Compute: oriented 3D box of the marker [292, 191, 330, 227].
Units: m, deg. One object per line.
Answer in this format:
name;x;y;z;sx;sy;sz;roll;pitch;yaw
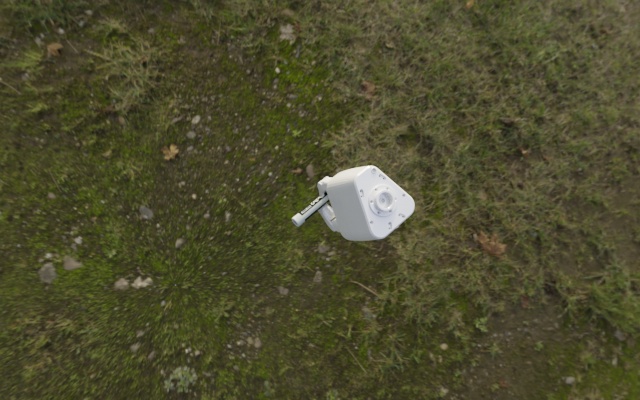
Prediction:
marker;0.000;0.003;0.850;0.121;0.020;0.020;-39;14;-19
